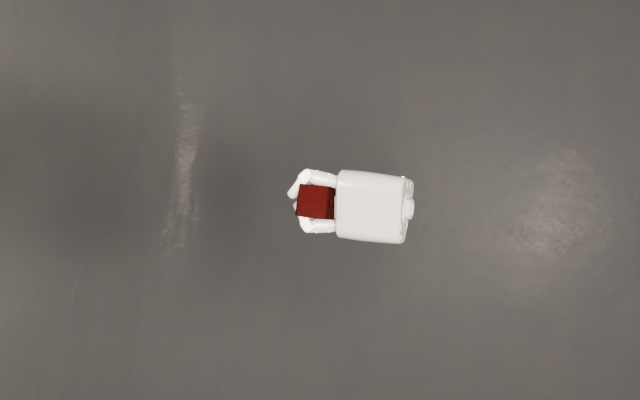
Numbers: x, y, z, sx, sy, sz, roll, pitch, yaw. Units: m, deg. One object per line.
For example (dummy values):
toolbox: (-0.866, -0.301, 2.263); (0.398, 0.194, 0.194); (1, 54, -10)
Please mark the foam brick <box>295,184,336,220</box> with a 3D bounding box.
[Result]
foam brick: (0.000, 0.003, 0.776); (0.051, 0.053, 0.078); (7, 1, 22)
